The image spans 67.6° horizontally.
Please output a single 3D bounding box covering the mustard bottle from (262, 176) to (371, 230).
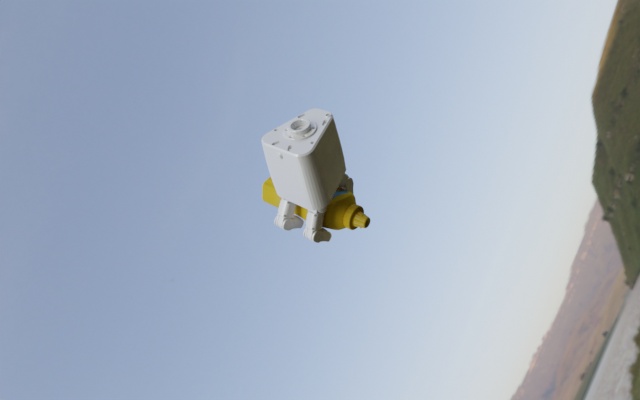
[{"bbox_3d":[0.000,0.003,0.793,0.191,0.058,0.096,23,30,34],"label":"mustard bottle"}]
